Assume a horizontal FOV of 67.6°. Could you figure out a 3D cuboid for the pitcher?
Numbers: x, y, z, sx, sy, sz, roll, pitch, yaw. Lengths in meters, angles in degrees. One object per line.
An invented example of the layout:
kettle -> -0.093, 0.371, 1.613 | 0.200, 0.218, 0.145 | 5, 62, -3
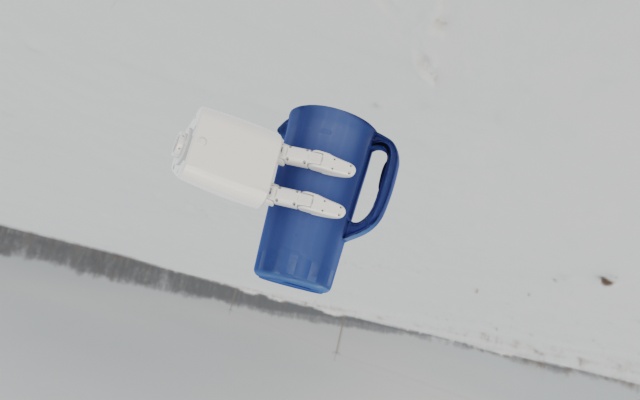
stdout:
pitcher -> 0.000, 0.002, 0.663 | 0.145, 0.242, 0.149 | 21, -14, -26
